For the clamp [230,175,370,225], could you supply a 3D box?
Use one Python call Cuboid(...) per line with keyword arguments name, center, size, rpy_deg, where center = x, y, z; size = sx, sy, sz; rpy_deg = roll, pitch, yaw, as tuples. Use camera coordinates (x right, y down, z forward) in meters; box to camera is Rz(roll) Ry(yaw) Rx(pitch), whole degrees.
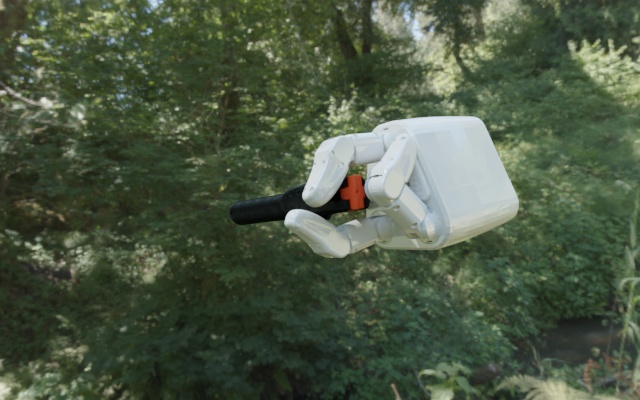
Cuboid(name="clamp", center=(0.000, 0.001, 0.453), size=(0.120, 0.039, 0.171), rpy_deg=(-12, 3, -35))
